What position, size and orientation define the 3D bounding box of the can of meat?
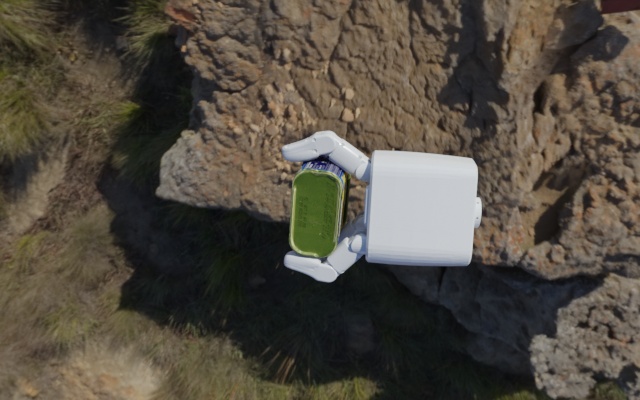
[{"bbox_3d":[0.000,0.002,0.526,0.057,0.102,0.084,6,21,6],"label":"can of meat"}]
